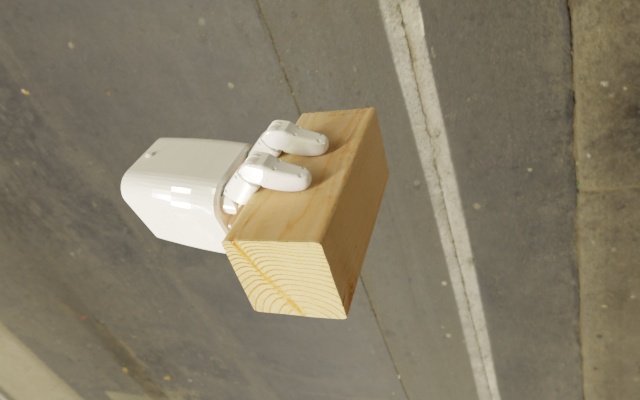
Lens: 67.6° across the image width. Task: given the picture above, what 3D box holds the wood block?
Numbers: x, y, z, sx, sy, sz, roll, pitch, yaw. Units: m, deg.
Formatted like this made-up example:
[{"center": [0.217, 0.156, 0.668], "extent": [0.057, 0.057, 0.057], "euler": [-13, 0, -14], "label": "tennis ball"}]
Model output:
[{"center": [0.000, 0.002, 0.463], "extent": [0.090, 0.091, 0.206], "euler": [-1, 39, 22], "label": "wood block"}]
